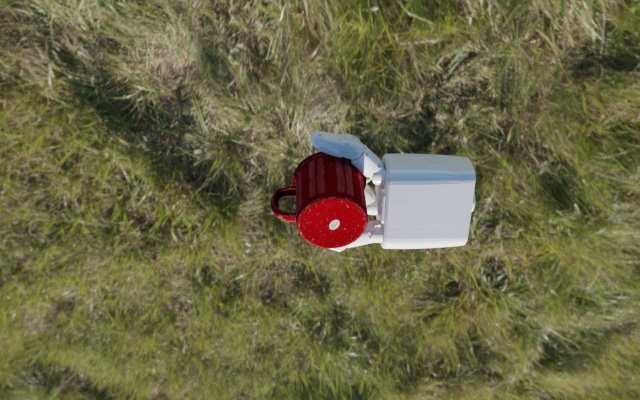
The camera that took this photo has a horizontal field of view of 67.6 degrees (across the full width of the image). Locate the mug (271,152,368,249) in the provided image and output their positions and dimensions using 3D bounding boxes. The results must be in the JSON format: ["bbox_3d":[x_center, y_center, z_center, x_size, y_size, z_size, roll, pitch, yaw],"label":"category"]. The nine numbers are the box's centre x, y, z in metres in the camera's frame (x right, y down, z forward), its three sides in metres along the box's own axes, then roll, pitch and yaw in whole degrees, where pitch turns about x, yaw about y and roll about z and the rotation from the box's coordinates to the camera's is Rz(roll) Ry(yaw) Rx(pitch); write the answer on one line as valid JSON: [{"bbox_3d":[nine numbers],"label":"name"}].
[{"bbox_3d":[-0.001,0.002,0.561,0.117,0.093,0.081,-1,38,-2],"label":"mug"}]
